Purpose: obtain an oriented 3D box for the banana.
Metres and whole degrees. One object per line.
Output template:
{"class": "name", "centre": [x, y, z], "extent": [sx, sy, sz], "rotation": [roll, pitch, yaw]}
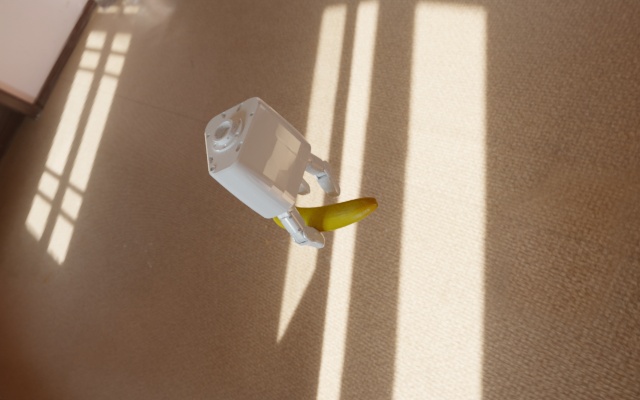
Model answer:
{"class": "banana", "centre": [-0.011, 0.017, 0.691], "extent": [0.198, 0.069, 0.037], "rotation": [5, -34, 42]}
